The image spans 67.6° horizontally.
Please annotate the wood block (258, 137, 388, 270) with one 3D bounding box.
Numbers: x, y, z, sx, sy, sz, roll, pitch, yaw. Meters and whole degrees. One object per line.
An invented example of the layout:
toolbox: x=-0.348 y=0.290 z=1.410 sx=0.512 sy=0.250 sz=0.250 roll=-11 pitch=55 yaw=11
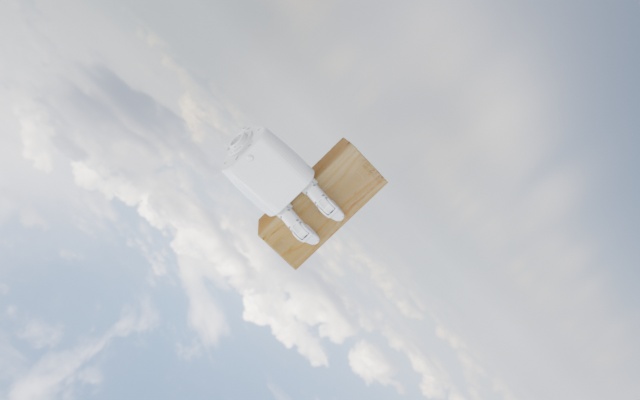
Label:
wood block: x=0.000 y=0.002 z=0.795 sx=0.090 sy=0.206 sz=0.090 roll=45 pitch=6 yaw=-15
